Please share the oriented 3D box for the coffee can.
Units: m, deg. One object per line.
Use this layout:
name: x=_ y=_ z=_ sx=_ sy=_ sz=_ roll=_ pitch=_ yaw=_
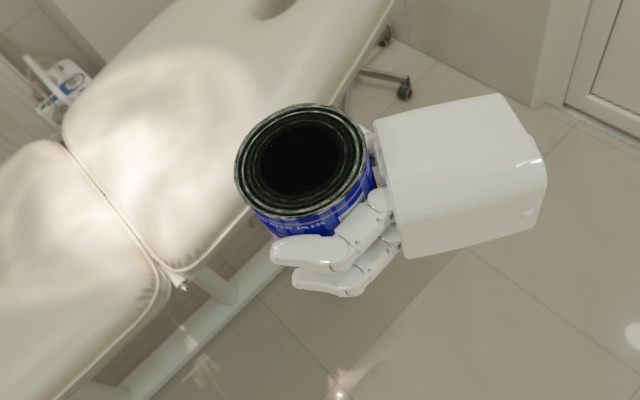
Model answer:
coffee can: x=0.000 y=0.001 z=0.410 sx=0.103 sy=0.102 sz=0.140 roll=0 pitch=-29 yaw=16
